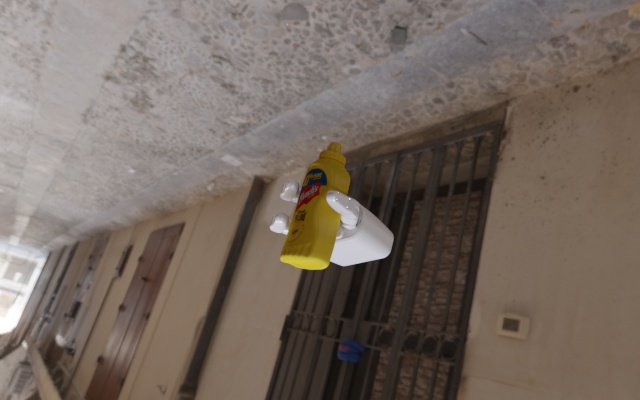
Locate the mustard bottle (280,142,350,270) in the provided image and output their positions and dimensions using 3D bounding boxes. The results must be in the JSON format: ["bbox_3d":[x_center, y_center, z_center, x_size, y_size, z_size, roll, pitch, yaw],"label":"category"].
[{"bbox_3d":[0.000,0.002,0.699,0.058,0.191,0.096,24,-19,-24],"label":"mustard bottle"}]
